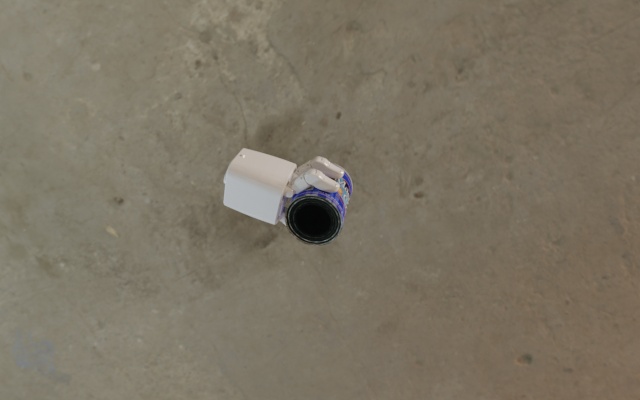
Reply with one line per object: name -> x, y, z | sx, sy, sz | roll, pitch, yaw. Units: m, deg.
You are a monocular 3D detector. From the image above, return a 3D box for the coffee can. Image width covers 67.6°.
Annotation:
coffee can -> 0.000, 0.003, 0.881 | 0.103, 0.103, 0.140 | 0, 28, 12
